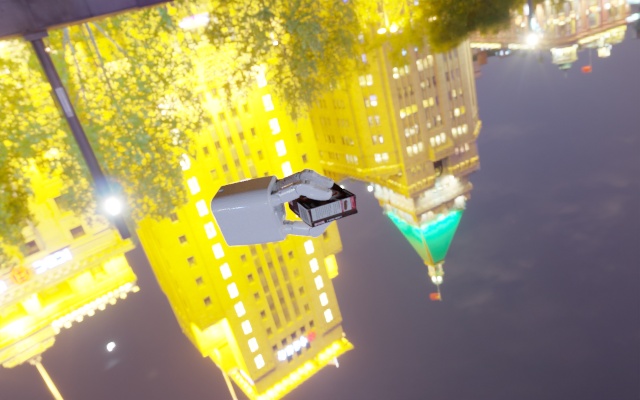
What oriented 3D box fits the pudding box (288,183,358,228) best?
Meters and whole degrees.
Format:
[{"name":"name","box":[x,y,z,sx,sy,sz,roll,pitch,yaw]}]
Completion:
[{"name":"pudding box","box":[0.000,0.003,0.834,0.090,0.039,0.113,-18,25,-19]}]
